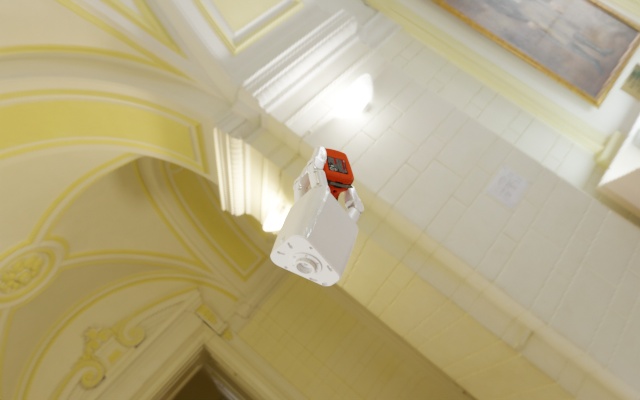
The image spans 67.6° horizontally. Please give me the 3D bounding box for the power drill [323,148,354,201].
[{"bbox_3d":[0.000,0.003,0.875,0.057,0.188,0.184,10,31,-14],"label":"power drill"}]
